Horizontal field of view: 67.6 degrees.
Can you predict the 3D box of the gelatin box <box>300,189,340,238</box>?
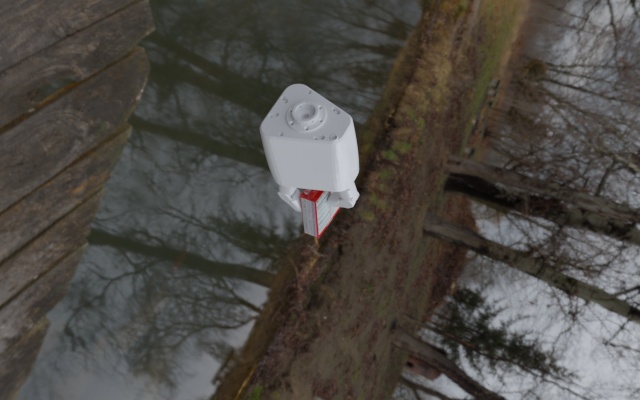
[{"bbox_3d":[0.001,0.003,0.740,0.030,0.089,0.073,20,51,22],"label":"gelatin box"}]
